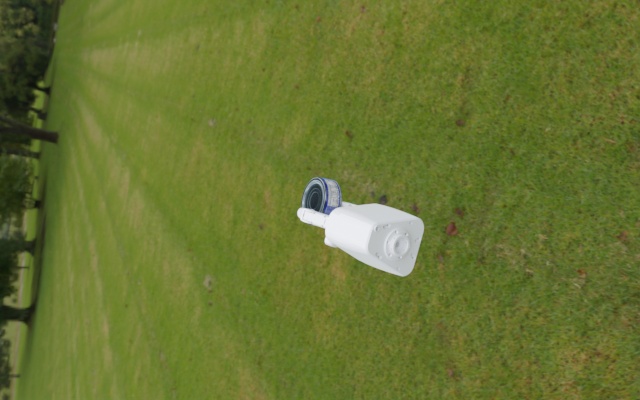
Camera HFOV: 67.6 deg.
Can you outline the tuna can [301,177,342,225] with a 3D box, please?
[{"bbox_3d":[0.000,0.003,0.839,0.034,0.086,0.086,11,-6,-30],"label":"tuna can"}]
